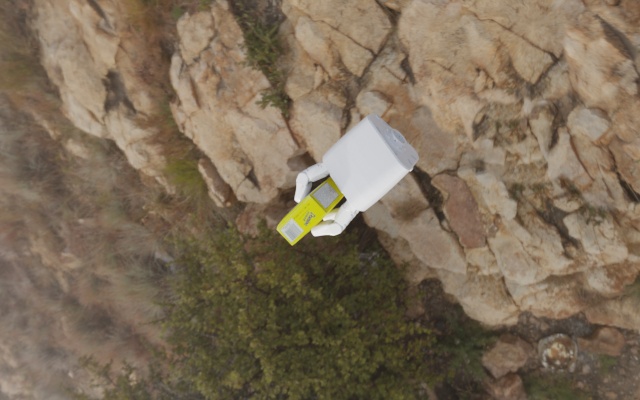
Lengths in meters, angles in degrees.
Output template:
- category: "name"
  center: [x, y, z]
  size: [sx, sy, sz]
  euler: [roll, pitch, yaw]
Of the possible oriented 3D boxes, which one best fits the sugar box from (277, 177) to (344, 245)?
- category: "sugar box"
  center: [0.001, 0.003, 0.823]
  size: [0.093, 0.048, 0.176]
  euler: [-43, -2, 31]
